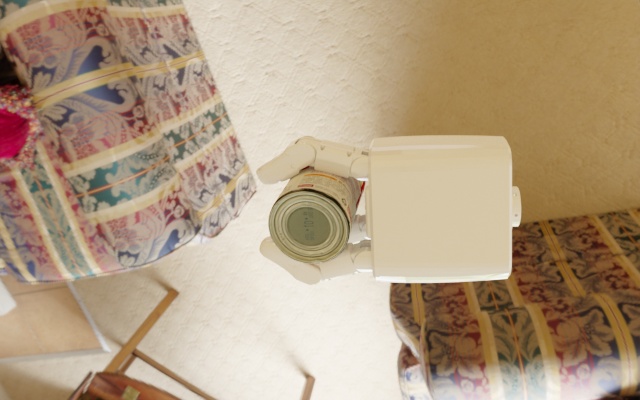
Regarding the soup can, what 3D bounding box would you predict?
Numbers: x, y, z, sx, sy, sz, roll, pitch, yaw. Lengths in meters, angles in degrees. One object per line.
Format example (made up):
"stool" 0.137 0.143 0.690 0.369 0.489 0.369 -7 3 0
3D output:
"soup can" 0.000 0.001 0.416 0.068 0.068 0.102 0 25 12
